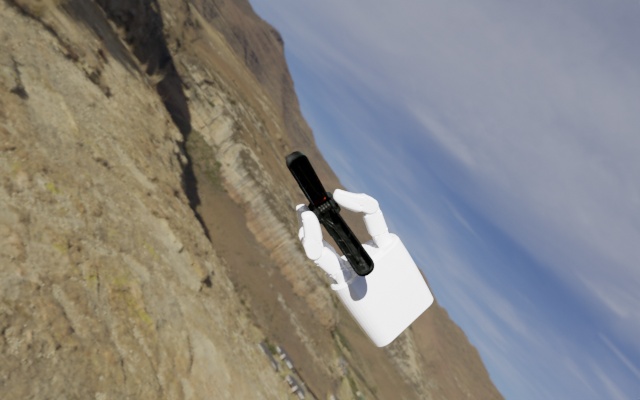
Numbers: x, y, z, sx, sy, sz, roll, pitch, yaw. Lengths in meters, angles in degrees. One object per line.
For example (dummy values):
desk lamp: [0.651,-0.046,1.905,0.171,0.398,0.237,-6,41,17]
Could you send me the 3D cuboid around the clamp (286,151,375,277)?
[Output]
clamp: [0.001,0.002,0.626,0.036,0.164,0.210,-32,13,-2]
